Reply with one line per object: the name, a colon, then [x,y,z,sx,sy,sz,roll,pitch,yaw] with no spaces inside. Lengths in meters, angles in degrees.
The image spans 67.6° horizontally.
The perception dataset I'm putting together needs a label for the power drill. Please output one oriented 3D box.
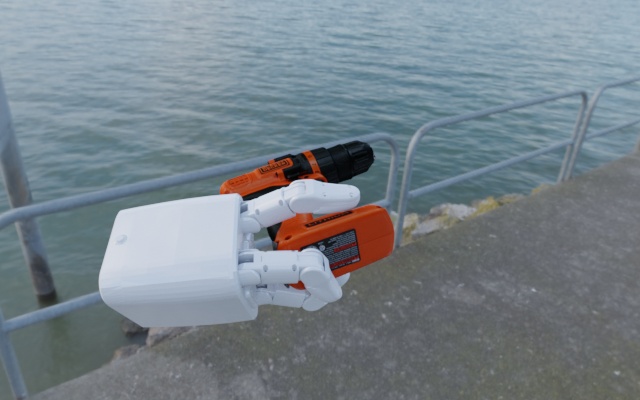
power drill: [0.000,0.002,0.487,0.184,0.057,0.187,-21,29,-11]
